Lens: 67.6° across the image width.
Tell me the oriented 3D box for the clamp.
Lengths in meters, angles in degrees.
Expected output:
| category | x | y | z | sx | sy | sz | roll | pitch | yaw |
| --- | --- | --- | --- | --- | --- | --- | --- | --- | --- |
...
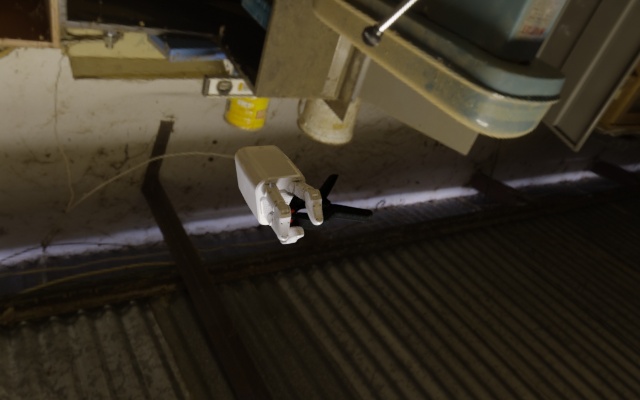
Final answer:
| category | x | y | z | sx | sy | sz | roll | pitch | yaw |
| --- | --- | --- | --- | --- | --- | --- | --- | --- | --- |
| clamp | 0.000 | 0.003 | 0.865 | 0.171 | 0.039 | 0.120 | -7 | 43 | -33 |
